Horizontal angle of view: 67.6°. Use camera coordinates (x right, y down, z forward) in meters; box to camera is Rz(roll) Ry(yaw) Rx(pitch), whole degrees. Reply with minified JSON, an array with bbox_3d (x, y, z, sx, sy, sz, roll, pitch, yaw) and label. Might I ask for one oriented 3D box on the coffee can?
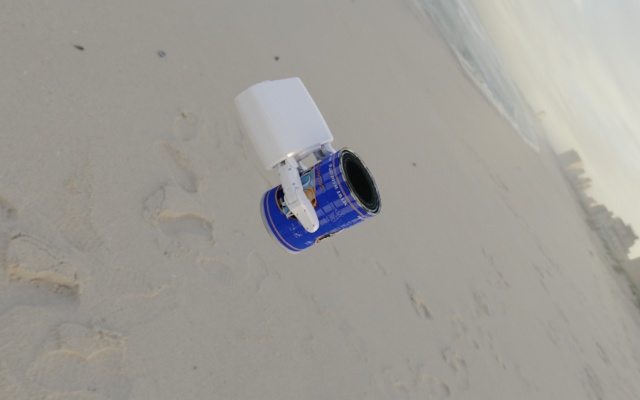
[{"bbox_3d":[0.000,0.002,0.677,0.140,0.102,0.103,-28,-13,25],"label":"coffee can"}]
